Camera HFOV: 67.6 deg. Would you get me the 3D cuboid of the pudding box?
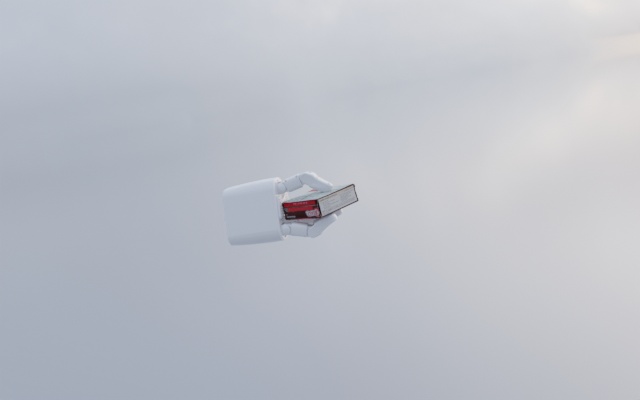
[{"bbox_3d":[0.000,0.003,0.870,0.090,0.039,0.113,-4,15,42],"label":"pudding box"}]
